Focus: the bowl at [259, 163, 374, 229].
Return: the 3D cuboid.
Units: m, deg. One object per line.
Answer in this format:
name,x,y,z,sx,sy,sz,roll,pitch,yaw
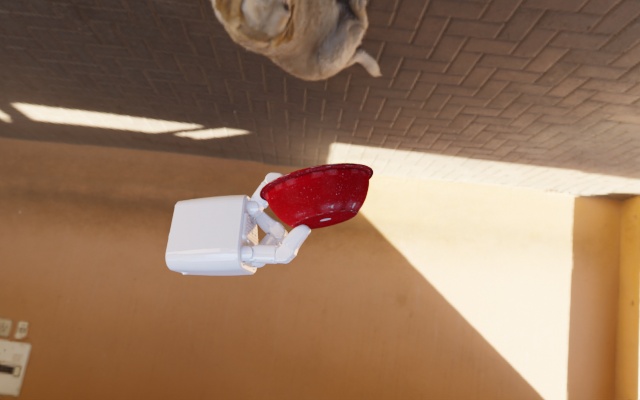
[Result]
bowl,0.001,0.002,0.656,0.162,0.055,0.162,-12,-14,-3
